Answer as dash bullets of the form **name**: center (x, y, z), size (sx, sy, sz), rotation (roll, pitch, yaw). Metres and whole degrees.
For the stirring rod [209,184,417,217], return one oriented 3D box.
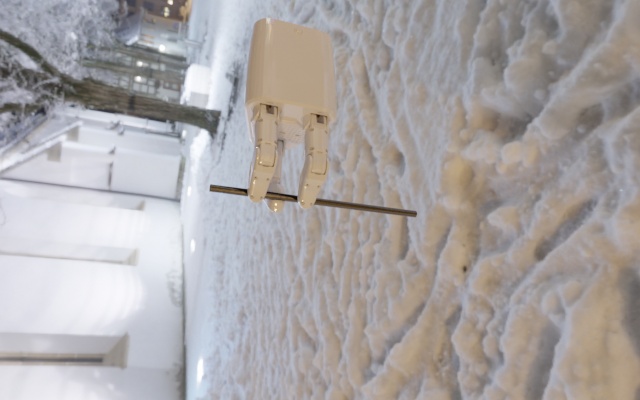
- **stirring rod**: center (0.000, 0.002, 0.526), size (0.239, 0.011, 0.011), rotation (7, -3, -20)
